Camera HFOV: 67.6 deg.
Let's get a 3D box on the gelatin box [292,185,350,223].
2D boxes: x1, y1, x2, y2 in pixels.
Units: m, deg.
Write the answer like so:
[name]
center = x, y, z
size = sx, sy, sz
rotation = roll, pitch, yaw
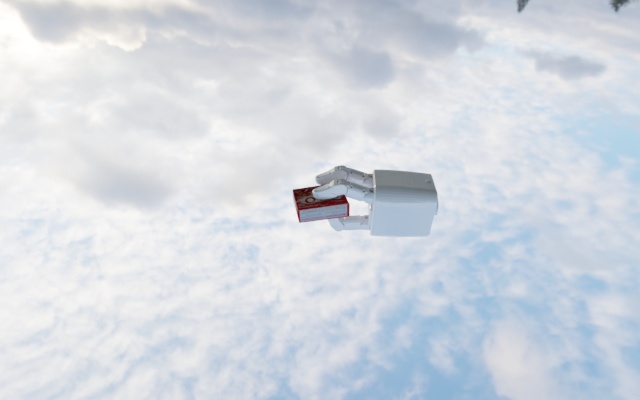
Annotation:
[gelatin box]
center = 0.000, 0.003, 0.822
size = 0.089, 0.030, 0.073
rotation = -8, 31, -7
